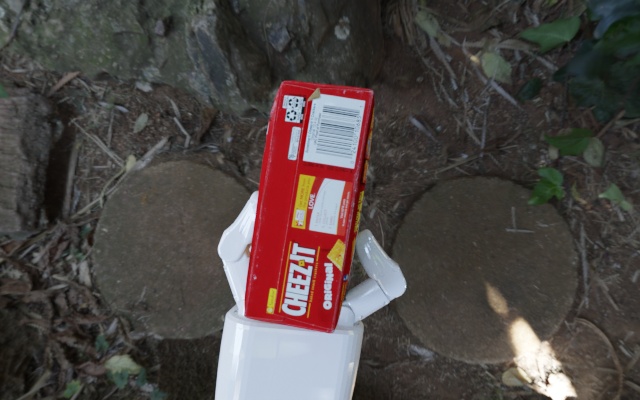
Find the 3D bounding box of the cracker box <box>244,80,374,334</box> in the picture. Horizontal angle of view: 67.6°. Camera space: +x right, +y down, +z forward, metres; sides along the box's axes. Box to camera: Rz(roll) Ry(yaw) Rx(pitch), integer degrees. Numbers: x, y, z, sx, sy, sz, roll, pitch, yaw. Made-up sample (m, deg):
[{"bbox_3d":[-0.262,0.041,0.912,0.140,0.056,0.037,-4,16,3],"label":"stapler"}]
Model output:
[{"bbox_3d":[0.000,0.001,0.416,0.072,0.164,0.213,9,2,5],"label":"cracker box"}]
